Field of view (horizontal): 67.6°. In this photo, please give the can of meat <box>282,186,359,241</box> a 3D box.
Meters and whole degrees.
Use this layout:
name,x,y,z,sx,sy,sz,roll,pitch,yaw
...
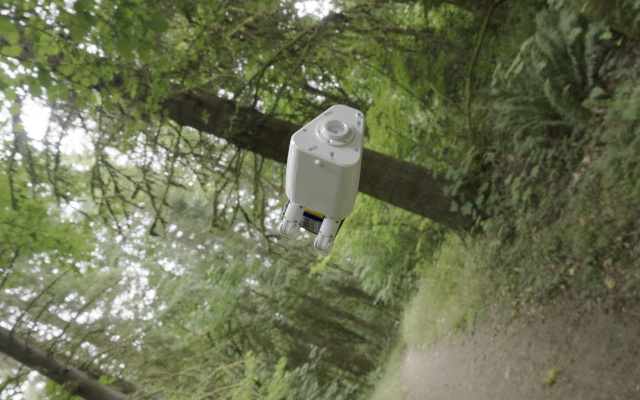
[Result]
name,x,y,z,sx,sy,sz,roll,pitch,yaw
can of meat,0.000,0.002,0.727,0.084,0.102,0.057,22,-34,11
